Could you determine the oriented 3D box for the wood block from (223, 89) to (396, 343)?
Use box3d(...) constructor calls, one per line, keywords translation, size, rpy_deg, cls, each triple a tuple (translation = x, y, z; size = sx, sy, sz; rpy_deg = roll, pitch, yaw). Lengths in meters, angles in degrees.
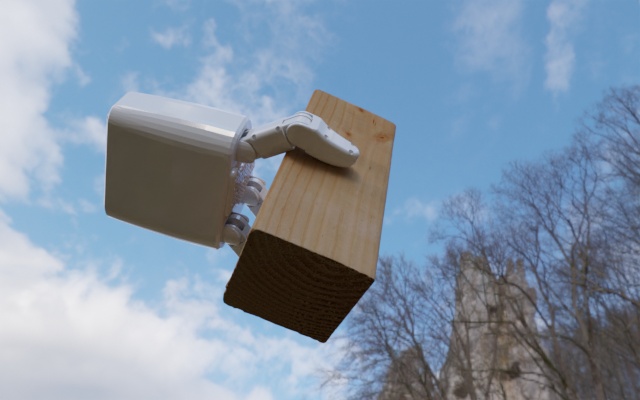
box3d(translation=(0.000, 0.001, 0.414), size=(0.090, 0.091, 0.206), rpy_deg=(24, 40, -6), cls="wood block")
